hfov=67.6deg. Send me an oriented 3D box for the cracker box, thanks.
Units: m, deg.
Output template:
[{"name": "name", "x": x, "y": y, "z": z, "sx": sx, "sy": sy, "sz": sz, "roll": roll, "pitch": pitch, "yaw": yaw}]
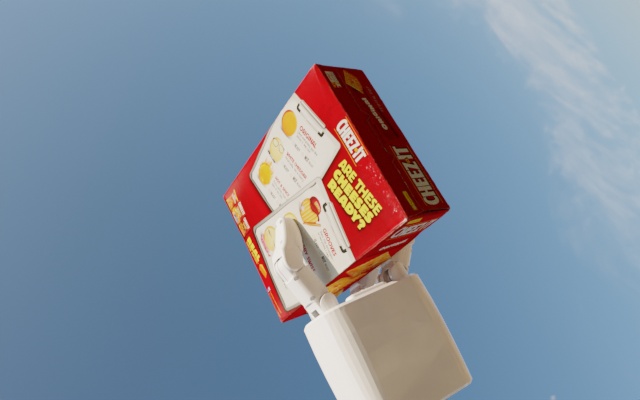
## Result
[{"name": "cracker box", "x": 0.000, "y": 0.002, "z": 0.477, "sx": 0.072, "sy": 0.164, "sz": 0.214, "roll": -10, "pitch": -27, "yaw": -42}]
